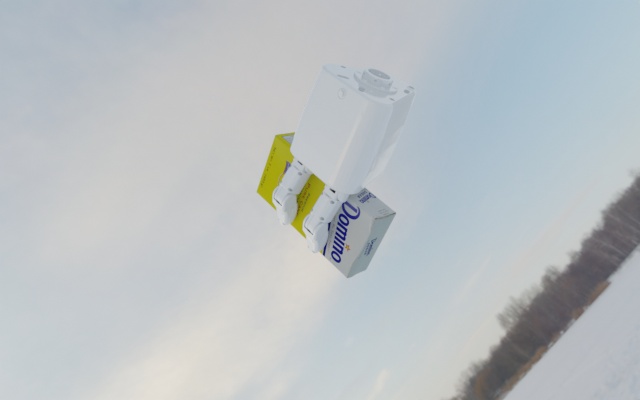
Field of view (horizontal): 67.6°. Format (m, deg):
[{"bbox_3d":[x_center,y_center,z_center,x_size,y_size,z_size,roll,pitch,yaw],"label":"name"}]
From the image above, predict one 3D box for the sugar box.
[{"bbox_3d":[0.000,0.002,0.584,0.048,0.093,0.176,-14,46,-44],"label":"sugar box"}]
